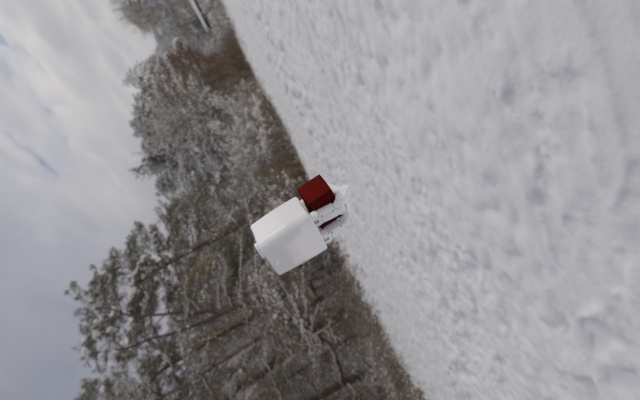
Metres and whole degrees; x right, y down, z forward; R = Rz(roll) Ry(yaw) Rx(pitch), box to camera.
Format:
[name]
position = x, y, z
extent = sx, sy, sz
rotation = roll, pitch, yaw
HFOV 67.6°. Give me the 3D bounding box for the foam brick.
[foam brick]
position = 0.000, 0.003, 0.890
extent = 0.051, 0.078, 0.053
rotation = -32, 45, -5
